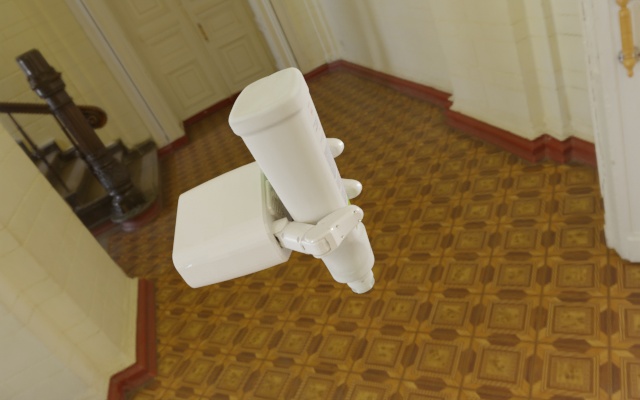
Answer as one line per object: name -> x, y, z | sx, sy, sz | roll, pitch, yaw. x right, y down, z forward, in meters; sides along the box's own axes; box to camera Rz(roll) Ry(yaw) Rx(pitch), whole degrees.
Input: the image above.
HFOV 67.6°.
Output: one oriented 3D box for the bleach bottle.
bleach bottle -> 0.000, 0.001, 0.478 | 0.068, 0.251, 0.102 | -20, 30, 12
